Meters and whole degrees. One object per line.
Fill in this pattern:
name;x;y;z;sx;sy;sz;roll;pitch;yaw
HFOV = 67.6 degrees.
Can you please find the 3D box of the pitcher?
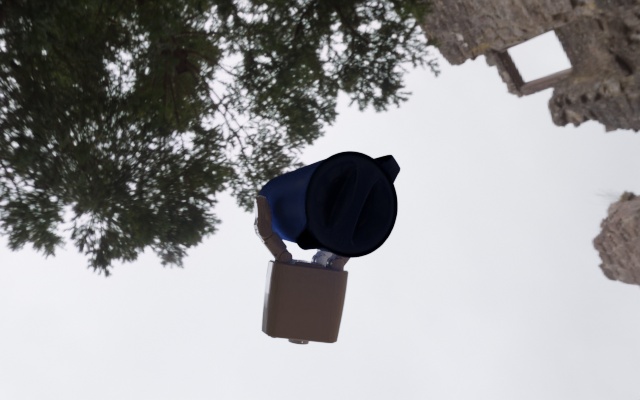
pitcher;0.000;0.002;0.696;0.149;0.145;0.243;8;-5;-25
